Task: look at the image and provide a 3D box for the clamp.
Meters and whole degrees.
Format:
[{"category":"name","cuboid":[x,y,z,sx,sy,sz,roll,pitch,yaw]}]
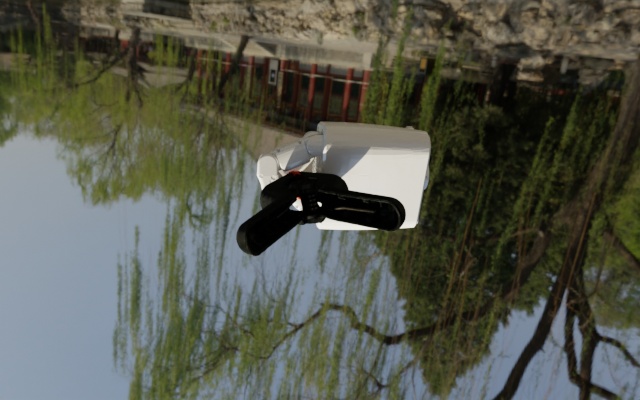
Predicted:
[{"category":"clamp","cuboid":[0.000,0.002,0.400,0.120,0.039,0.171,-1,17,-1]}]
